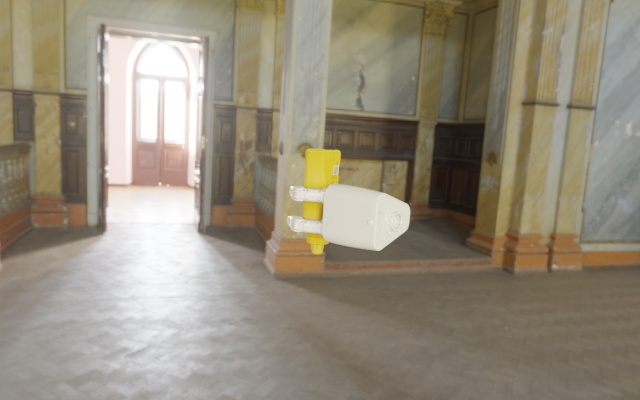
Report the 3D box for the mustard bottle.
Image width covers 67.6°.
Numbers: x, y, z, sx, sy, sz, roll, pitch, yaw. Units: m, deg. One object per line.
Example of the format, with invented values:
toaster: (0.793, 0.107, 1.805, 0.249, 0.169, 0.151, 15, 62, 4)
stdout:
mustard bottle: (0.000, 0.003, 0.869, 0.058, 0.191, 0.096, 5, 8, 16)
